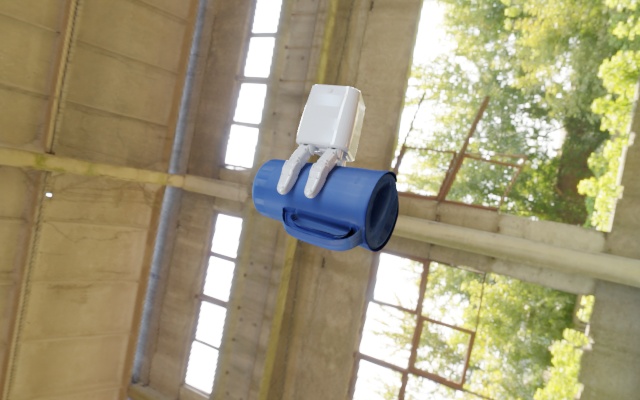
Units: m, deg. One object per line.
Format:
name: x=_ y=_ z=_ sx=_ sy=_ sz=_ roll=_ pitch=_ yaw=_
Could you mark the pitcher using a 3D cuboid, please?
pitcher: x=0.000 y=0.002 z=0.816 sx=0.243 sy=0.145 sz=0.149 roll=12 pitch=-4 yaw=30
